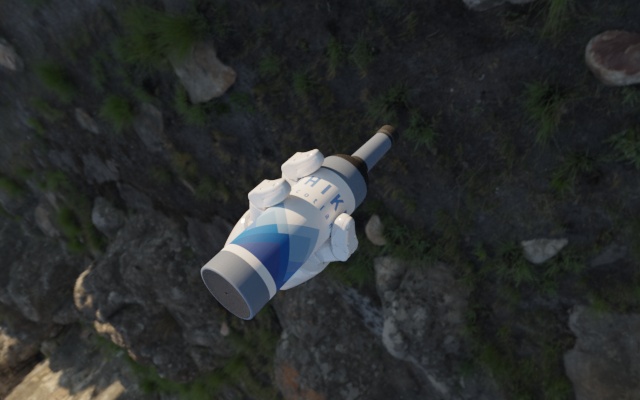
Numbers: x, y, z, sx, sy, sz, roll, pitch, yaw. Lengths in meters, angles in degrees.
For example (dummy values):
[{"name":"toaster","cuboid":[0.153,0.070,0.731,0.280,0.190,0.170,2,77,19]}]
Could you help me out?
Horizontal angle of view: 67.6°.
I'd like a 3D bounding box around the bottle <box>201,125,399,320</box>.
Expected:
[{"name":"bottle","cuboid":[0.000,0.002,0.526,0.069,0.069,0.295,0,36,48]}]
